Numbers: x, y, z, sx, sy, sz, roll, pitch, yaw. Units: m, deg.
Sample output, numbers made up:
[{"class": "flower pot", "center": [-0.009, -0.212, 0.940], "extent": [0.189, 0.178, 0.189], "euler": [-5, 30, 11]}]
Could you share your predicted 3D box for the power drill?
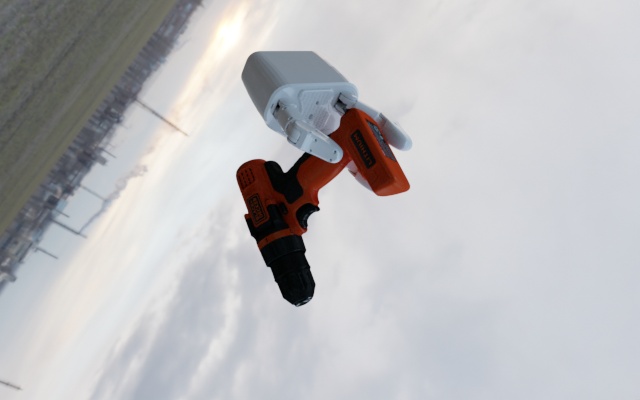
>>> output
[{"class": "power drill", "center": [0.000, 0.001, 0.530], "extent": [0.188, 0.184, 0.057], "euler": [-32, -19, 21]}]
